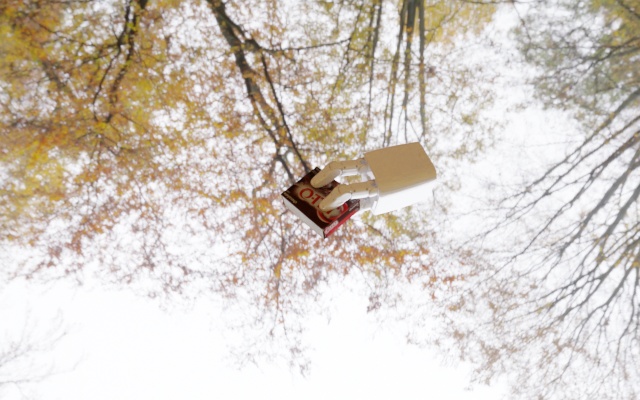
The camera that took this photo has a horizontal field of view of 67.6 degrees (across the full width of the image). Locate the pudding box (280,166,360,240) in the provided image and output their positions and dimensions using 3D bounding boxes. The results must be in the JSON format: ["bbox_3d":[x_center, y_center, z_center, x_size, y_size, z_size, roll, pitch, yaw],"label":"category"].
[{"bbox_3d":[0.000,0.003,0.839,0.090,0.039,0.113,-38,57,-23],"label":"pudding box"}]
